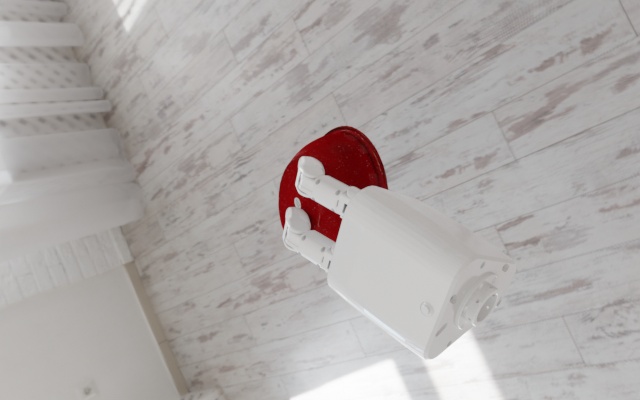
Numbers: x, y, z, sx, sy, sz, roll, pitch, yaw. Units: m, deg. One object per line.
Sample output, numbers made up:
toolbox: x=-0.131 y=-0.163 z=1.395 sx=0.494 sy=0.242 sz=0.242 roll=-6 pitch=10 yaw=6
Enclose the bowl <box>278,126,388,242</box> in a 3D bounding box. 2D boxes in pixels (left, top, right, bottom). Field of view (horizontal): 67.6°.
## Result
bowl: x=-0.001 y=0.001 z=0.500 sx=0.055 sy=0.162 sz=0.162 roll=-1 pitch=1 yaw=-31
